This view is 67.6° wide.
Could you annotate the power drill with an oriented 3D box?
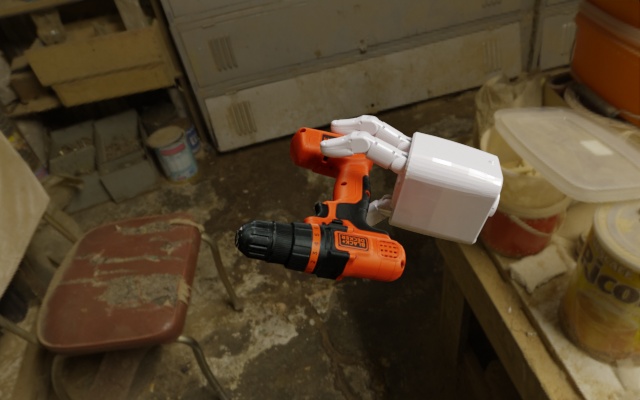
[{"bbox_3d":[0.000,0.001,0.550,0.184,0.187,0.057,12,-40,-16],"label":"power drill"}]
